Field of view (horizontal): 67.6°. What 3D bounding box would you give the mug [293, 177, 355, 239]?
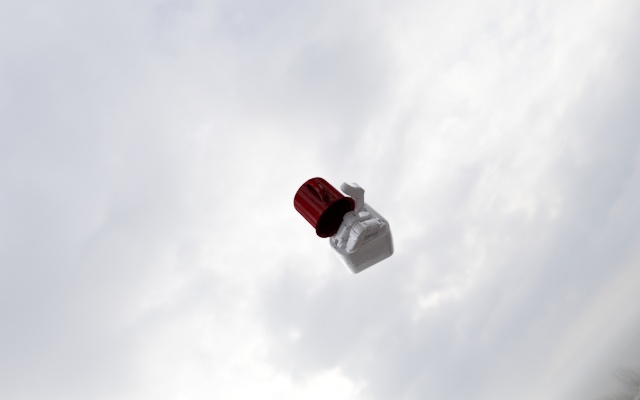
[{"bbox_3d":[0.000,0.002,0.870,0.081,0.093,0.117,42,-14,34],"label":"mug"}]
